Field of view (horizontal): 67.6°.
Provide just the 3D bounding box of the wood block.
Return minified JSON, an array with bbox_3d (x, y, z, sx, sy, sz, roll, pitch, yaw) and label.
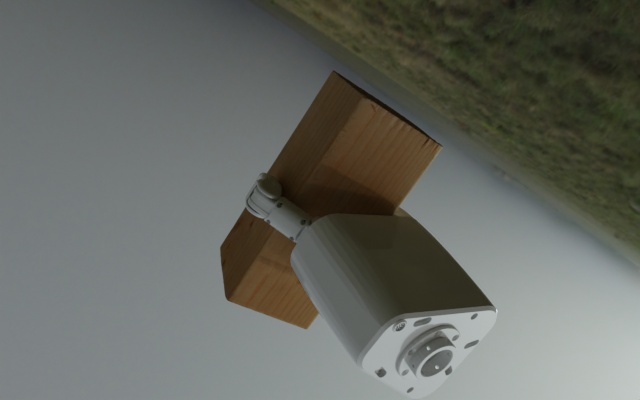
[{"bbox_3d":[0.000,0.002,0.434,0.091,0.206,0.090,27,17,-25],"label":"wood block"}]
